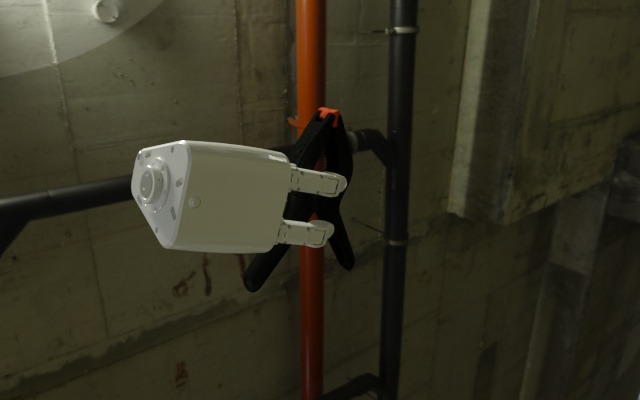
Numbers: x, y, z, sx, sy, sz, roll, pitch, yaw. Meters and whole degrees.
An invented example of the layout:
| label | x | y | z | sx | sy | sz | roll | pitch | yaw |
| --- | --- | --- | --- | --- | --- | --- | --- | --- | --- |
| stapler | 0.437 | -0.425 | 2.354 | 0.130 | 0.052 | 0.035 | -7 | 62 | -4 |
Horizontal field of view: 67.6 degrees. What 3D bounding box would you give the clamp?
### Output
| label | x | y | z | sx | sy | sz | roll | pitch | yaw |
| --- | --- | --- | --- | --- | --- | --- | --- | --- | --- |
| clamp | -0.001 | 0.001 | 0.552 | 0.164 | 0.210 | 0.036 | 5 | 13 | -46 |
